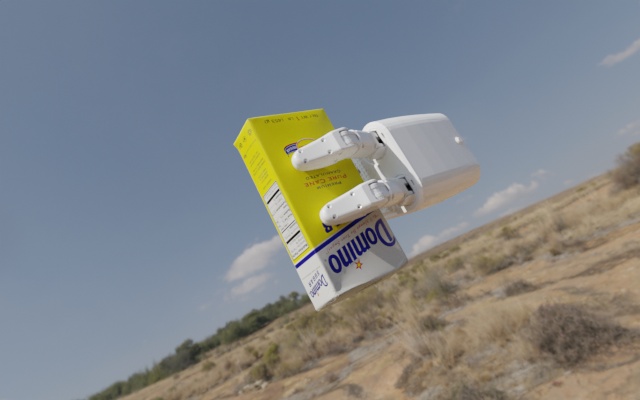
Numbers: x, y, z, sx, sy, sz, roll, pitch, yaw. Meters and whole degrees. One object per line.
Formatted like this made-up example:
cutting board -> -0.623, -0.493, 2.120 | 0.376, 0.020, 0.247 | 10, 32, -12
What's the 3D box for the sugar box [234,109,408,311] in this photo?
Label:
sugar box -> 0.000, 0.001, 0.439 | 0.093, 0.176, 0.048 | -17, -21, -38
